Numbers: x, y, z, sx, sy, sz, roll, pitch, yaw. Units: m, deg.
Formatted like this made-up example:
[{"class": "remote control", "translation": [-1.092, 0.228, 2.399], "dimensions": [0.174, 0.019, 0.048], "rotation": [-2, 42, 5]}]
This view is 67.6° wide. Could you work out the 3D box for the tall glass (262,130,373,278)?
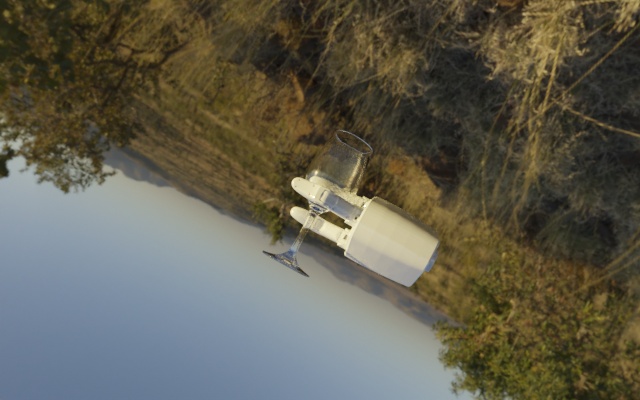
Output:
[{"class": "tall glass", "translation": [0.000, 0.003, 0.669], "dimensions": [0.079, 0.201, 0.079], "rotation": [28, -7, 4]}]
